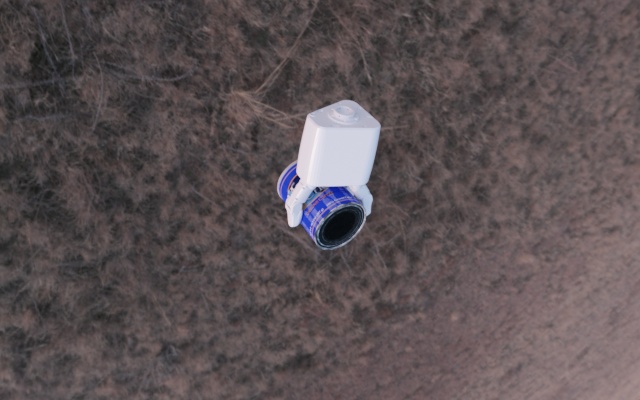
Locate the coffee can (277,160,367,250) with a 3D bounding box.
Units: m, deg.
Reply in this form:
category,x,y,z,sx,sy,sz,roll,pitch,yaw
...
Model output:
category,x,y,z,sx,sy,sz,roll,pitch,yaw
coffee can,0.000,0.003,0.843,0.103,0.103,0.140,0,37,-39
